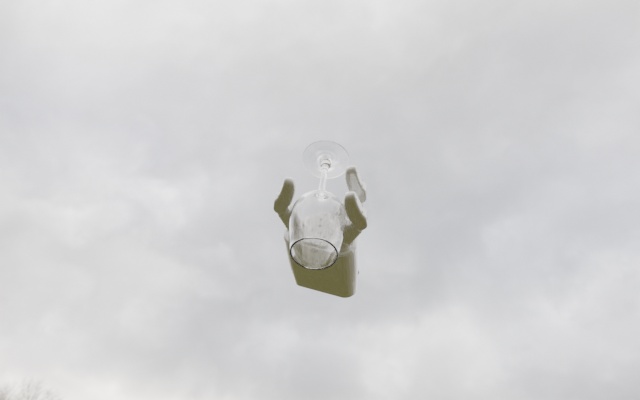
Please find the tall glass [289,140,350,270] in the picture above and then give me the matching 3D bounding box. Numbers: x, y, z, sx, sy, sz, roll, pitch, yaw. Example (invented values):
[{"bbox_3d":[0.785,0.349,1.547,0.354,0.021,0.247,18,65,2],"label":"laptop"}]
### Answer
[{"bbox_3d":[0.000,0.002,0.677,0.079,0.079,0.200,0,41,7],"label":"tall glass"}]
